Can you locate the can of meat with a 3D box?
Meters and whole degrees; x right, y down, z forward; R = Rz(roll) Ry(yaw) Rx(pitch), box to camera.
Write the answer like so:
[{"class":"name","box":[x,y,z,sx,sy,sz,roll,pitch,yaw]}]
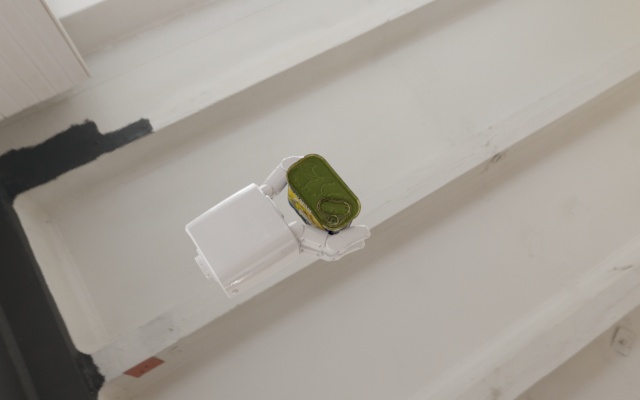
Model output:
[{"class":"can of meat","box":[0.000,0.002,0.624,0.057,0.102,0.084,-36,-13,-16]}]
